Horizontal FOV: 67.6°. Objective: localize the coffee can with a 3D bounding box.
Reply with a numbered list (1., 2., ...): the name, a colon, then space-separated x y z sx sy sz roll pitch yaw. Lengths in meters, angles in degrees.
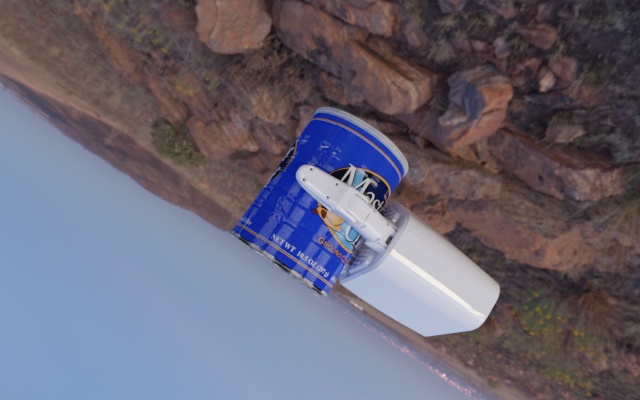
1. coffee can: 0.000 0.001 0.436 0.103 0.140 0.103 33 -10 7
